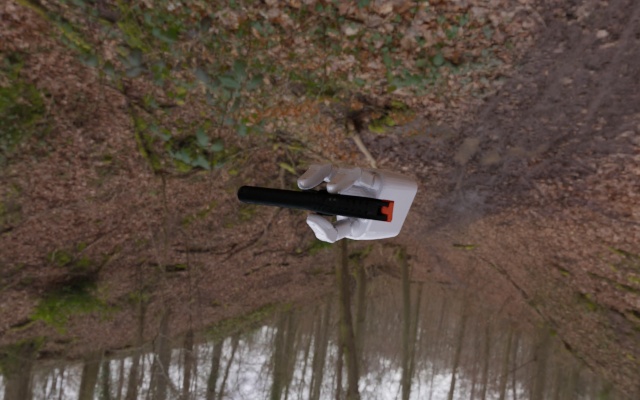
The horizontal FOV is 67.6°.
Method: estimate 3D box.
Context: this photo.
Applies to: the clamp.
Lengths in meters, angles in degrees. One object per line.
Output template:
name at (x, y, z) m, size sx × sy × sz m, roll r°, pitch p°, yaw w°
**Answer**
clamp at (0.001, 0.003, 0.668) m, size 0.210 × 0.036 × 0.164 m, roll 9°, pitch 6°, yaw 40°
